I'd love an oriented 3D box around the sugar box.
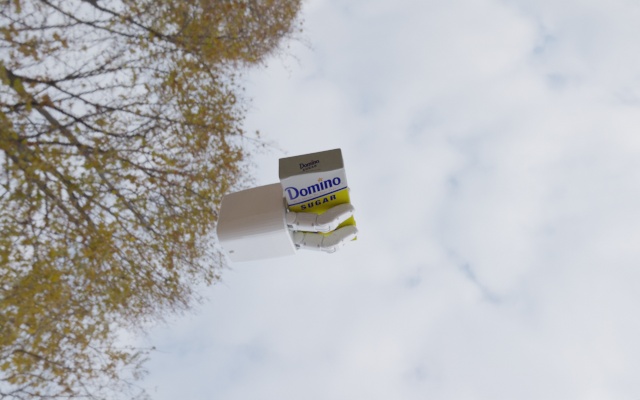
[{"bbox_3d":[0.000,0.003,0.724,0.093,0.048,0.176,-10,-38,5],"label":"sugar box"}]
